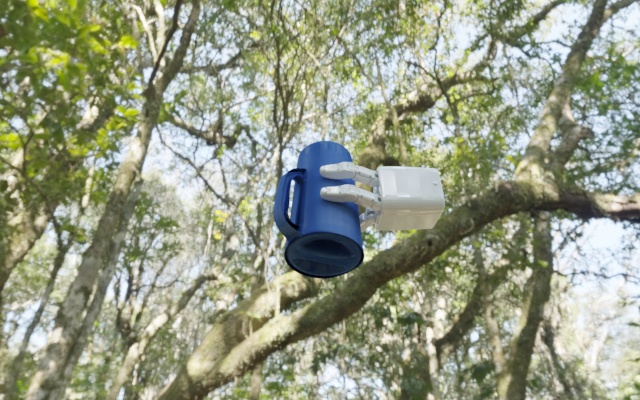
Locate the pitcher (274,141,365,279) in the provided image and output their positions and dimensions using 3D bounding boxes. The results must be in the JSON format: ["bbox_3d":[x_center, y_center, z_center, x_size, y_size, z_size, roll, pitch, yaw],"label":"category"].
[{"bbox_3d":[0.000,0.003,0.856,0.145,0.242,0.149,-1,-41,2],"label":"pitcher"}]
